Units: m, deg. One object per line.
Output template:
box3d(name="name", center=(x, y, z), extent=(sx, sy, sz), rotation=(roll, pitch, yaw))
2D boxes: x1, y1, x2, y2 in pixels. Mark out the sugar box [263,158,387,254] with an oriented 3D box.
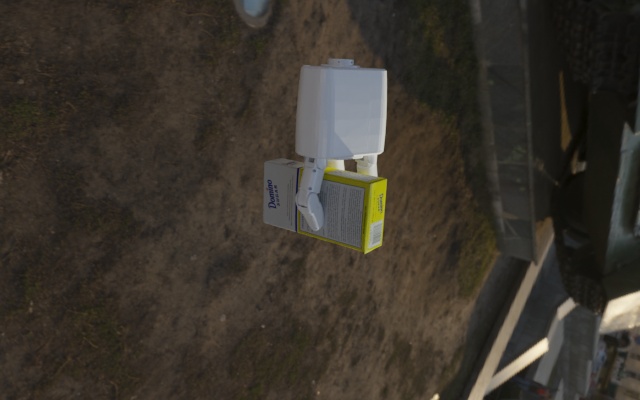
box3d(name="sugar box", center=(0.001, 0.002, 0.640), extent=(0.176, 0.093, 0.048), rotation=(16, 20, 37))
